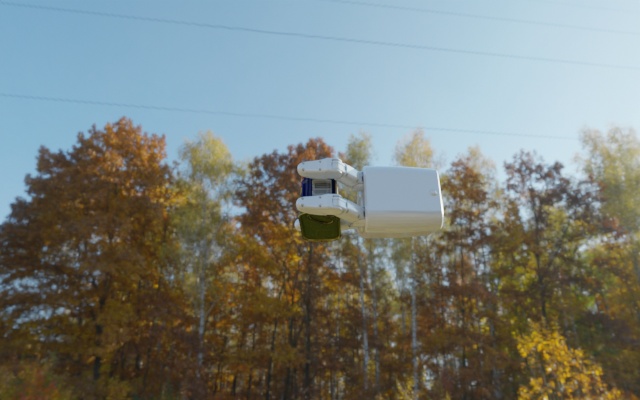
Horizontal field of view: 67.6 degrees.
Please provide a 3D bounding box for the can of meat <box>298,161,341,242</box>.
[{"bbox_3d":[0.000,0.002,0.692,0.057,0.084,0.102,-1,-27,3],"label":"can of meat"}]
